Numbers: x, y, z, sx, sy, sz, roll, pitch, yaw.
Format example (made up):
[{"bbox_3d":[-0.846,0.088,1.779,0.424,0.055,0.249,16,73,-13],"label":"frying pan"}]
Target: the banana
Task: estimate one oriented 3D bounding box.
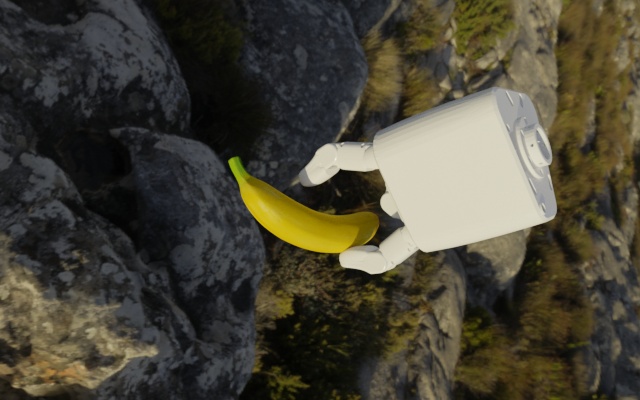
[{"bbox_3d":[-0.003,0.017,0.466,0.037,0.069,0.198,-21,-33,40],"label":"banana"}]
